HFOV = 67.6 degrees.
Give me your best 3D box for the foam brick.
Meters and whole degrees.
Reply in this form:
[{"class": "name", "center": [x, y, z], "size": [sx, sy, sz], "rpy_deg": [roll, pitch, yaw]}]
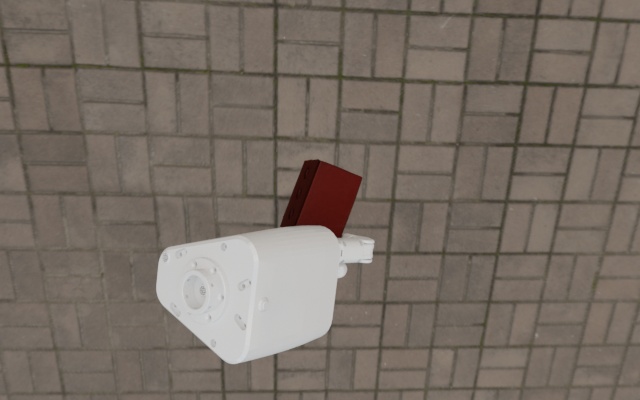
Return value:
[{"class": "foam brick", "center": [0.000, 0.001, 0.490], "size": [0.051, 0.078, 0.053], "rpy_deg": [21, -3, -17]}]
